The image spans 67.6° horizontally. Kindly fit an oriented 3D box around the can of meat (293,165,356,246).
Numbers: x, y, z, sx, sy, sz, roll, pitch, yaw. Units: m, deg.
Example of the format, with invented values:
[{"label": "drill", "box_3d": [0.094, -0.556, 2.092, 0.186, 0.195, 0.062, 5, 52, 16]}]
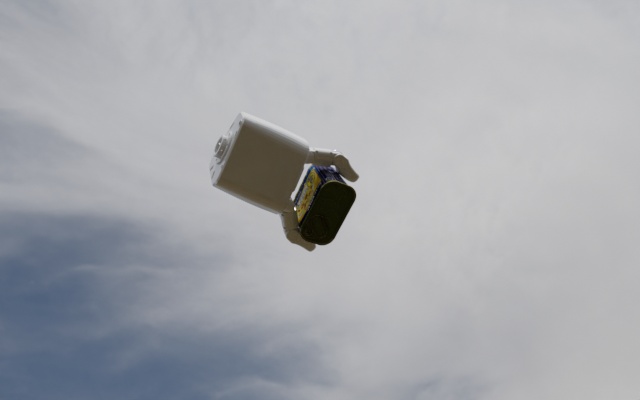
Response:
[{"label": "can of meat", "box_3d": [0.000, 0.002, 0.722, 0.057, 0.102, 0.084, 19, 19, -25]}]
